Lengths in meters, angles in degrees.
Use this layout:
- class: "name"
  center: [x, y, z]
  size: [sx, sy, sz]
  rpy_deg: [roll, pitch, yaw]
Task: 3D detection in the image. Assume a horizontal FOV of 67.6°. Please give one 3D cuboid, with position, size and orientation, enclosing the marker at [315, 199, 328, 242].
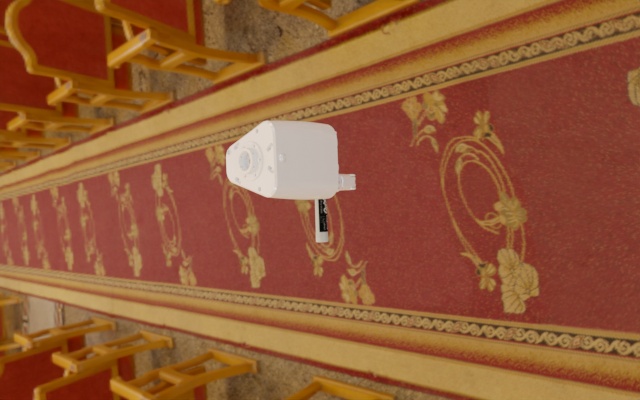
- class: "marker"
  center: [0.000, 0.002, 0.724]
  size: [0.020, 0.121, 0.020]
  rpy_deg: [-2, 0, 0]
